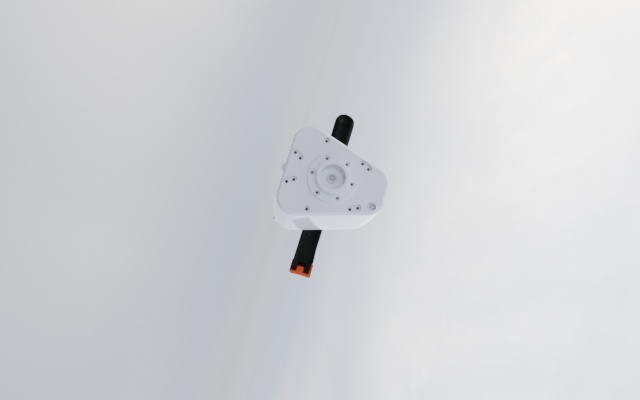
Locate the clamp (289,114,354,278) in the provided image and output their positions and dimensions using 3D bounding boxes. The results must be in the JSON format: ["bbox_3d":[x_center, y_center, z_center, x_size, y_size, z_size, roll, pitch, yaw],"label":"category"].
[{"bbox_3d":[0.001,0.003,0.664,0.036,0.210,0.164,16,-10,0],"label":"clamp"}]
